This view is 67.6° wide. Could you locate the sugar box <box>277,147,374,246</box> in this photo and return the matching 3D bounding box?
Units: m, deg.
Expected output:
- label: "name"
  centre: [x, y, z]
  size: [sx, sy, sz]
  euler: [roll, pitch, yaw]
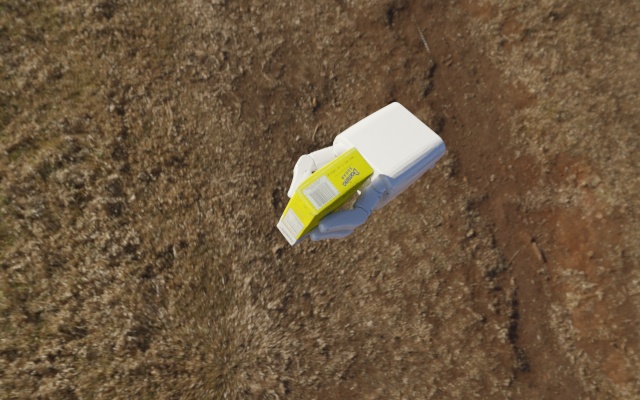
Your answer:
- label: "sugar box"
  centre: [0.001, 0.002, 0.623]
  size: [0.093, 0.048, 0.176]
  euler: [-36, -9, -19]
